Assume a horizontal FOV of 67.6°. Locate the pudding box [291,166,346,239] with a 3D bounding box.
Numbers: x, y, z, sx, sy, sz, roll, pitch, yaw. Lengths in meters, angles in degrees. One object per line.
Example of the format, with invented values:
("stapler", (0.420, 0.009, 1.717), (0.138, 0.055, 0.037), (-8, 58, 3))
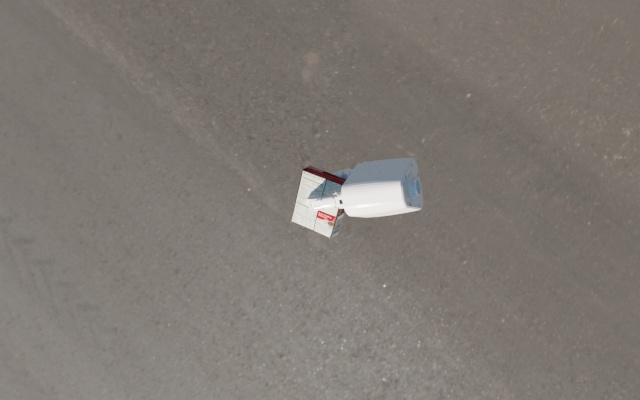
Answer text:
("pudding box", (0.000, 0.003, 0.886), (0.090, 0.113, 0.039), (22, 22, 20))
